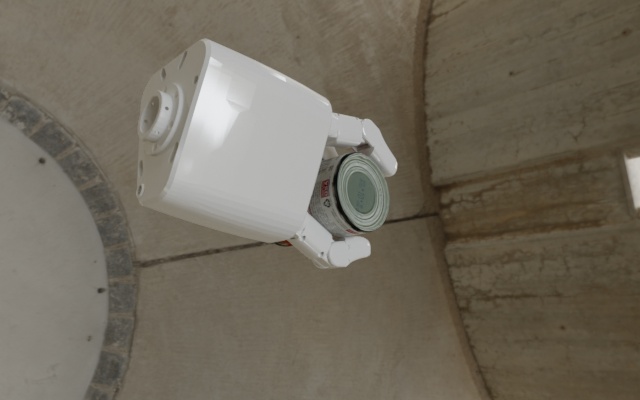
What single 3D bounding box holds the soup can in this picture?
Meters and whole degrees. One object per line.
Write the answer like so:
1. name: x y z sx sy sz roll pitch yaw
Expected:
1. soup can: 0.001 0.002 0.419 0.102 0.068 0.068 -14 -10 44
